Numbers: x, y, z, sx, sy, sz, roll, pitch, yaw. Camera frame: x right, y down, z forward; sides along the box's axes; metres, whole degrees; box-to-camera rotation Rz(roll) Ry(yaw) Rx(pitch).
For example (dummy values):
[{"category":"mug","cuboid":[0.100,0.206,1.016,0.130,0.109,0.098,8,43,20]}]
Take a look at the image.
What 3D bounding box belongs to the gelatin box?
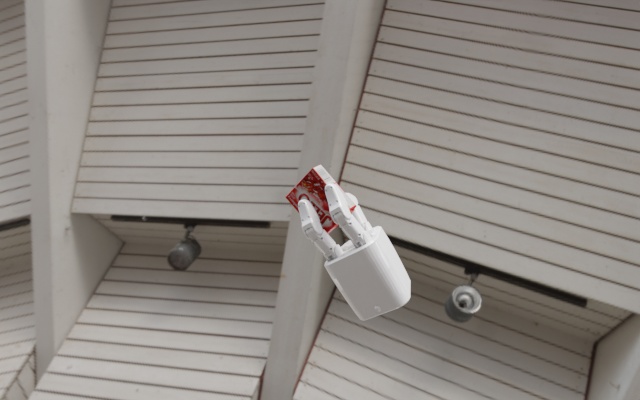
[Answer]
[{"category":"gelatin box","cuboid":[0.000,0.002,0.735,0.073,0.089,0.030,-45,-9,31]}]
